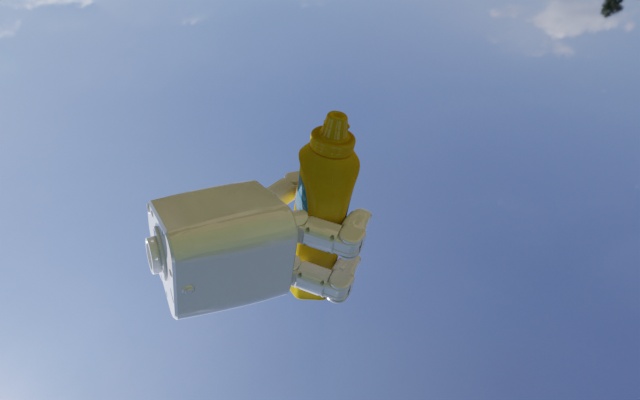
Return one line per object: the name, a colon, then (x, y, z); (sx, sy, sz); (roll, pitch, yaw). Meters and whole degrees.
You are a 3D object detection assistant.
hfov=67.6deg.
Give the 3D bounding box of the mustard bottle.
mustard bottle: (0.000, 0.002, 0.471); (0.058, 0.192, 0.096); (5, 36, -7)
